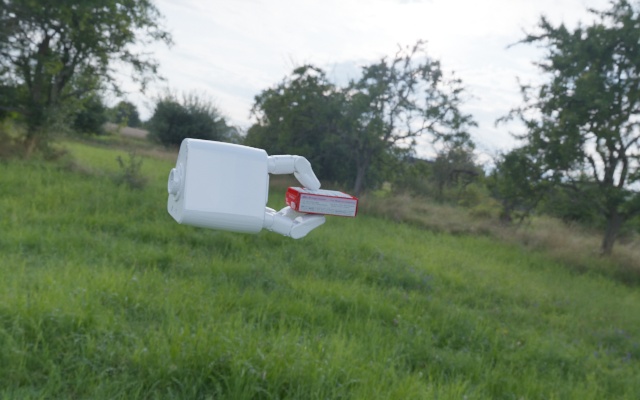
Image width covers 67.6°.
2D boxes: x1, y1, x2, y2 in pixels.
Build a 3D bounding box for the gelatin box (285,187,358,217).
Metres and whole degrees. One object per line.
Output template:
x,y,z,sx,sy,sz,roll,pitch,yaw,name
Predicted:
0.000,0.002,0.683,0.089,0.030,0.073,5,7,-16,gelatin box
